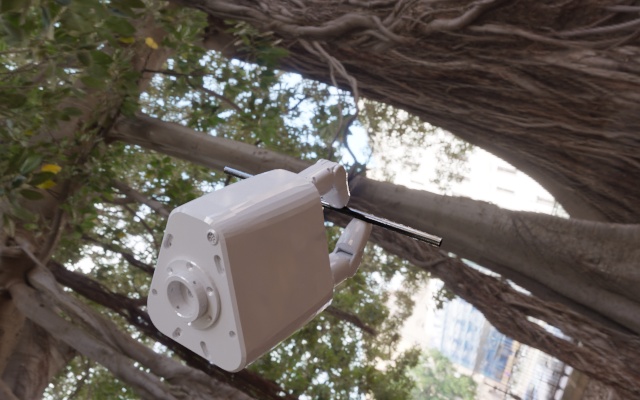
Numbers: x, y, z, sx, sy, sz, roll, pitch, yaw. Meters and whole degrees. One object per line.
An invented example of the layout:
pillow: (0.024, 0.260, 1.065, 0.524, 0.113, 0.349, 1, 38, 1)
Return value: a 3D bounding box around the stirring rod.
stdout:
stirring rod: (0.000, 0.002, 0.457, 0.239, 0.011, 0.011, 19, 9, 27)
